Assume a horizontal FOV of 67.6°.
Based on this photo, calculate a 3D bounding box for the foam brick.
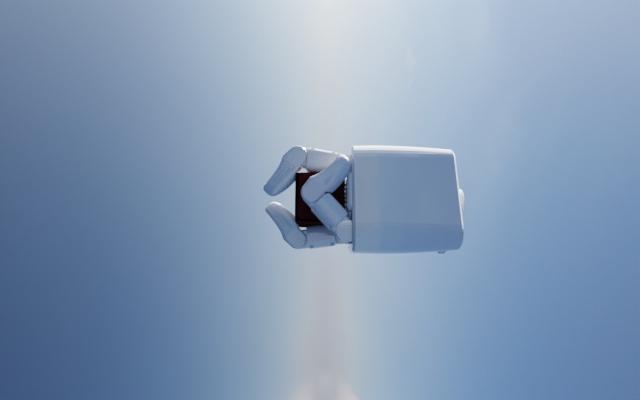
[{"bbox_3d":[0.000,0.002,0.521,0.051,0.053,0.078,0,-7,1],"label":"foam brick"}]
